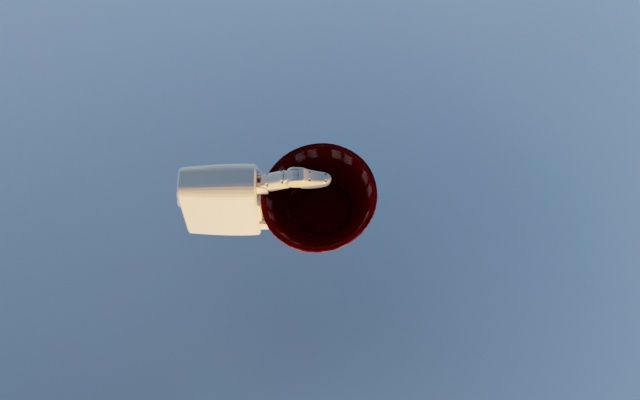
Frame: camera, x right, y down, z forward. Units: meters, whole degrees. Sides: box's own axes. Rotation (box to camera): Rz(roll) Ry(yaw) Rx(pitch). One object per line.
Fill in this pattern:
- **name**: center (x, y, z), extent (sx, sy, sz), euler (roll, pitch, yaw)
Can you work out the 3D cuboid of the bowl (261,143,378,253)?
- **bowl**: center (0.001, 0.003, 0.674), extent (0.162, 0.162, 0.055), euler (0, -22, 9)
